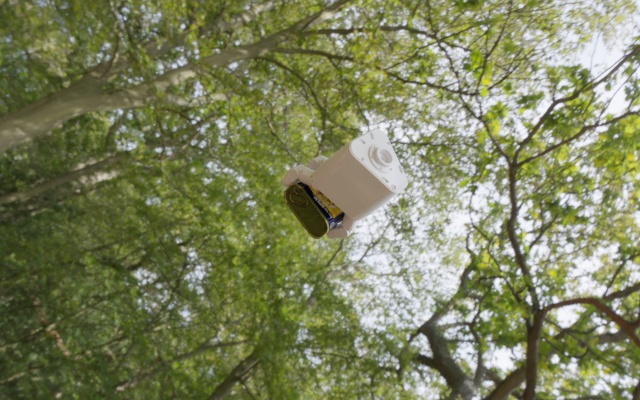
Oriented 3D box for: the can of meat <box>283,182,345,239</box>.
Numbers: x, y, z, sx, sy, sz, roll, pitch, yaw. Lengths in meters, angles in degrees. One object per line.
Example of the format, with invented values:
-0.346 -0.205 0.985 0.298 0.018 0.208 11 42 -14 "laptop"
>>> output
0.000 0.003 0.834 0.084 0.102 0.057 -33 -7 -41 "can of meat"
